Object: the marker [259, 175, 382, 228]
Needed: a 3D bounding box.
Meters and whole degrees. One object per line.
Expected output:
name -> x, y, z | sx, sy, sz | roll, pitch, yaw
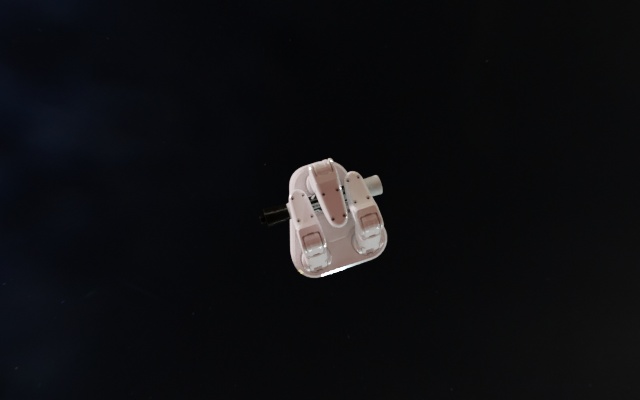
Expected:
marker -> 0.000, 0.002, 0.462 | 0.121, 0.020, 0.020 | -17, 1, -5
